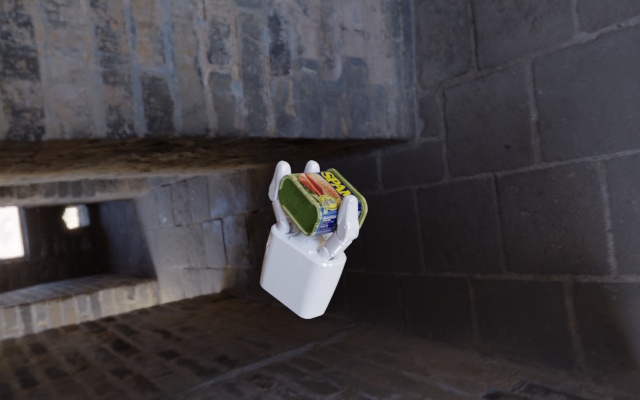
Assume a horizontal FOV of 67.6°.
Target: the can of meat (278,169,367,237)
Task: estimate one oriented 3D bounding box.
[{"bbox_3d":[0.000,0.002,0.669,0.084,0.057,0.102,-7,41,-37],"label":"can of meat"}]
